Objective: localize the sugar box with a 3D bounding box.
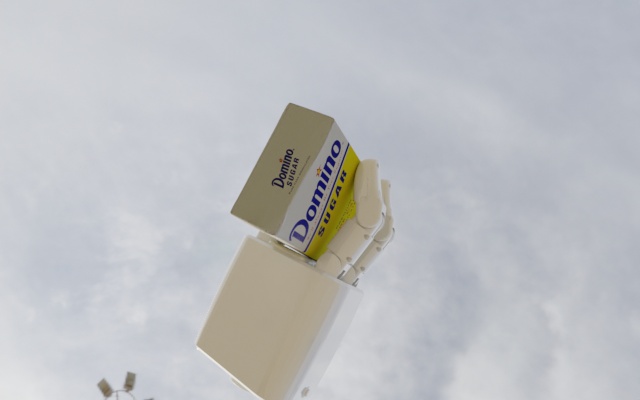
[{"bbox_3d":[0.000,0.002,0.404,0.048,0.093,0.176,24,-7,21],"label":"sugar box"}]
